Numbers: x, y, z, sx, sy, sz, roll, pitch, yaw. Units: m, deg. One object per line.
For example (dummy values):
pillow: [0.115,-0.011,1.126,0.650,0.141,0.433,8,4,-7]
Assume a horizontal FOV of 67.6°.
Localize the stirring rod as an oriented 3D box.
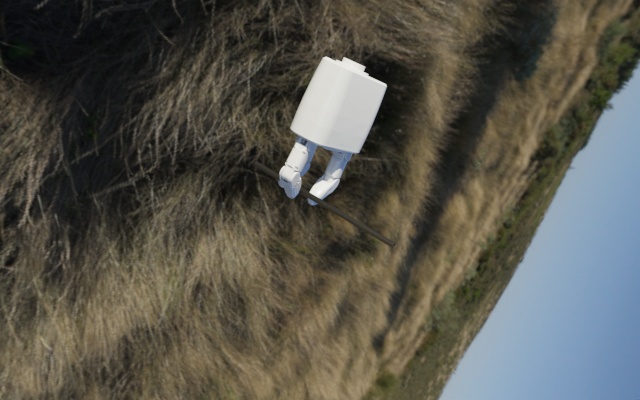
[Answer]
stirring rod: [0.000,0.002,0.674,0.239,0.011,0.011,31,11,20]
